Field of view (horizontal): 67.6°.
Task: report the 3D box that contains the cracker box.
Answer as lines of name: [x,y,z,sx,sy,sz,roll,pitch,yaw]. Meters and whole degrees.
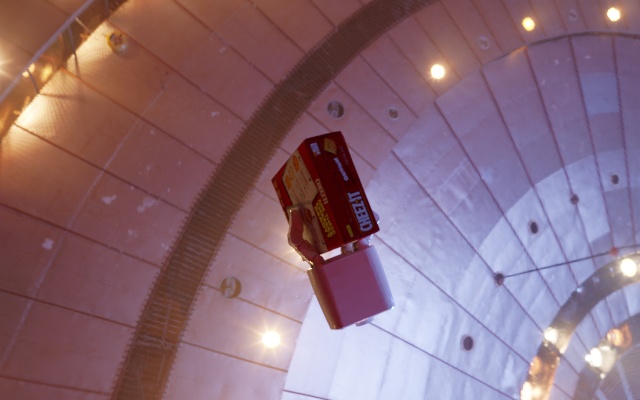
cracker box: [0.000,0.003,0.782,0.072,0.164,0.214,-19,-7,-23]
